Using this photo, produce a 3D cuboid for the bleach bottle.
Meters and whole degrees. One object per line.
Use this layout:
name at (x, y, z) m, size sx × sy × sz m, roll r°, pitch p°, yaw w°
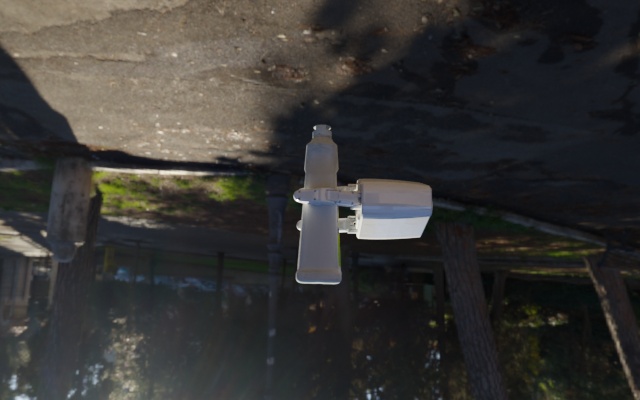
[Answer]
bleach bottle at (0.000, 0.003, 0.746) m, size 0.068 × 0.250 × 0.102 m, roll 1°, pitch -11°, yaw 1°
